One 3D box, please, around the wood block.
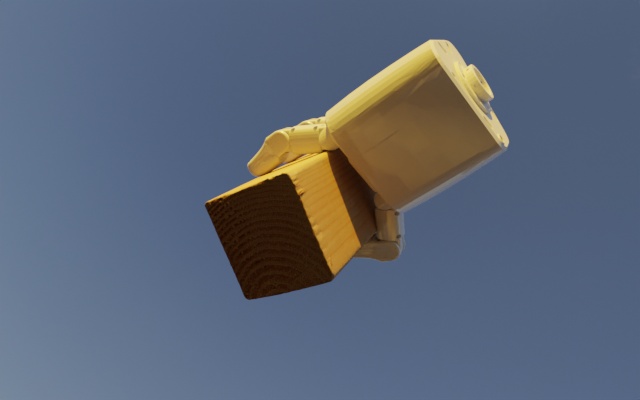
[{"bbox_3d":[0.001,0.002,0.456,0.090,0.091,0.206,-18,8,29],"label":"wood block"}]
